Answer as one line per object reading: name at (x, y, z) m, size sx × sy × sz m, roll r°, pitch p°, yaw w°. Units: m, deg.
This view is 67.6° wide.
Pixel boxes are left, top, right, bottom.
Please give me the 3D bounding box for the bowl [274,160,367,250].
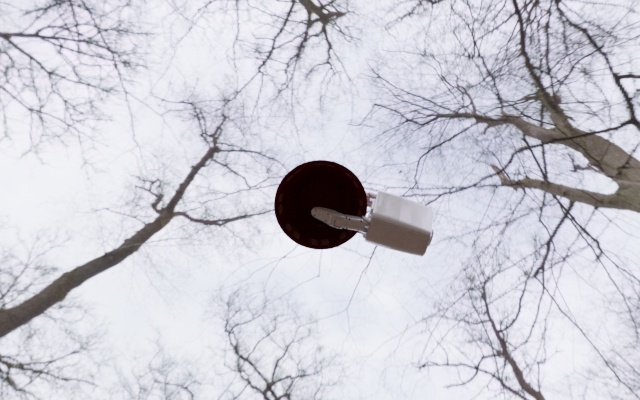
bowl at (-0.001, 0.002, 0.845) m, size 0.162 × 0.162 × 0.055 m, roll 0°, pitch 17°, yaw -1°
